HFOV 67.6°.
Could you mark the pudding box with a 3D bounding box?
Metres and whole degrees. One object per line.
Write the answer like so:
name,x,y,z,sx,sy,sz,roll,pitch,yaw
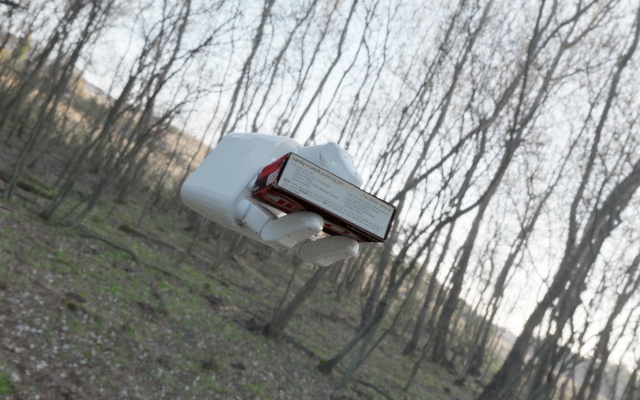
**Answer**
pudding box,0.000,0.001,0.439,0.113,0.039,0.090,25,-12,-17
